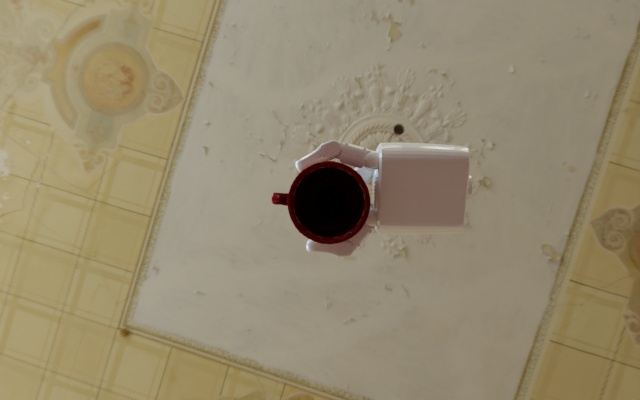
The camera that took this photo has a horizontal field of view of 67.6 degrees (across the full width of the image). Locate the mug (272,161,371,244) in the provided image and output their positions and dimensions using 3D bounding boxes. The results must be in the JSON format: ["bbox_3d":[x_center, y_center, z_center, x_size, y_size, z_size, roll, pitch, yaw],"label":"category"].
[{"bbox_3d":[-0.001,0.002,0.572,0.117,0.093,0.081,1,1,4],"label":"mug"}]
